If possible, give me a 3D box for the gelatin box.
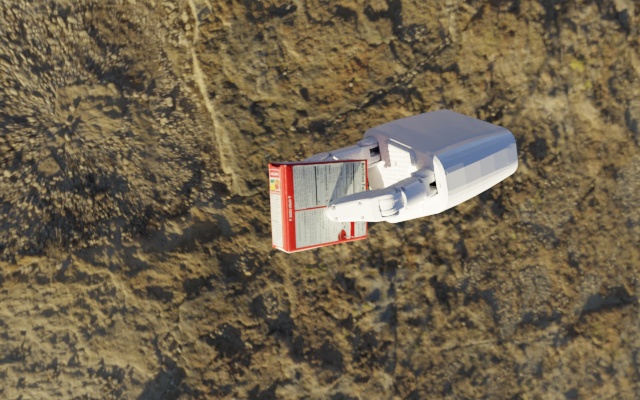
[{"bbox_3d":[0.000,0.001,0.418,0.089,0.073,0.030,-7,10,-35],"label":"gelatin box"}]
